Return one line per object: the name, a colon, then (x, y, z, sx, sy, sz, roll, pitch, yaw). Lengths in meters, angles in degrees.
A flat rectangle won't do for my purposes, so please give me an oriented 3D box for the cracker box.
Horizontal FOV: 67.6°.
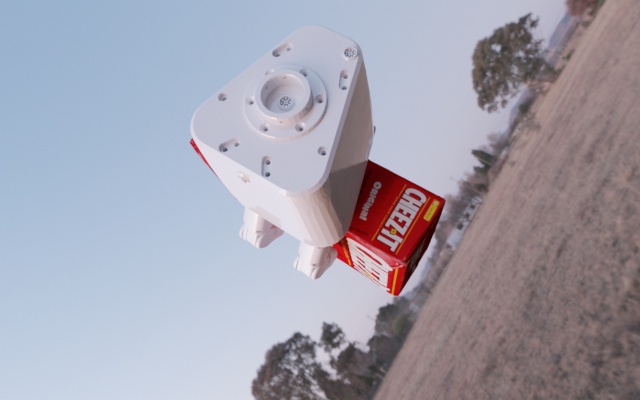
cracker box: (0.000, 0.001, 0.461, 0.213, 0.072, 0.164, 30, -13, 16)
